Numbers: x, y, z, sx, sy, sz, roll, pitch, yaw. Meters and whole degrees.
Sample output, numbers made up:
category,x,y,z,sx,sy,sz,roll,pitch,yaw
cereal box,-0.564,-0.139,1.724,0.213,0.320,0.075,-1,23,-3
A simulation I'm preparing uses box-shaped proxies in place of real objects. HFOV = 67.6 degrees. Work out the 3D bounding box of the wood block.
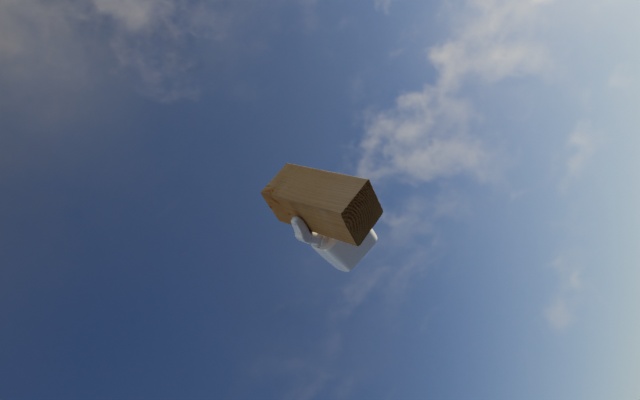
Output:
category,x,y,z,sx,sy,sz,roll,pitch,yaw
wood block,0.000,0.003,0.899,0.206,0.090,0.090,14,-35,41
